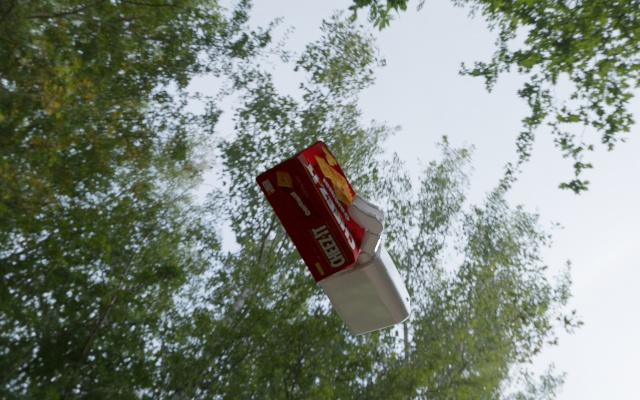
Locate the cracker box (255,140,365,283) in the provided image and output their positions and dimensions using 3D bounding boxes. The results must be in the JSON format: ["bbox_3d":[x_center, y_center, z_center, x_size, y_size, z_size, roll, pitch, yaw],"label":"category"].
[{"bbox_3d":[0.000,0.002,0.718,0.072,0.164,0.213,-29,7,15],"label":"cracker box"}]
